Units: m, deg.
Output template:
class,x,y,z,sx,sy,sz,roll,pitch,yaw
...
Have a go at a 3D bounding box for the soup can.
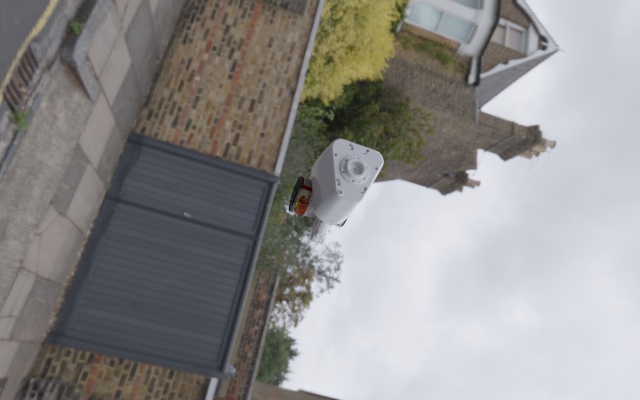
class,x,y,z,sx,sy,sz,roll,pitch,yaw
soup can,0.000,0.003,0.873,0.102,0.068,0.068,18,-4,-11
